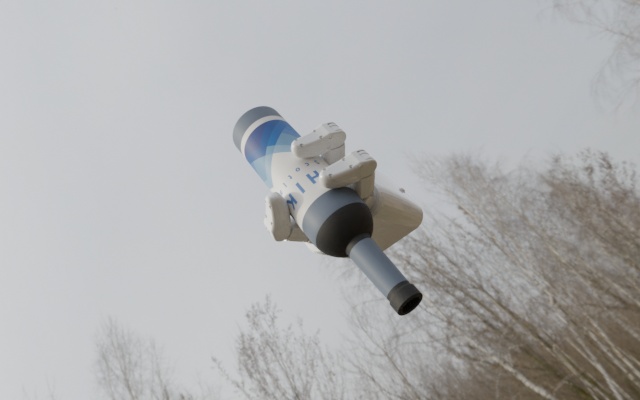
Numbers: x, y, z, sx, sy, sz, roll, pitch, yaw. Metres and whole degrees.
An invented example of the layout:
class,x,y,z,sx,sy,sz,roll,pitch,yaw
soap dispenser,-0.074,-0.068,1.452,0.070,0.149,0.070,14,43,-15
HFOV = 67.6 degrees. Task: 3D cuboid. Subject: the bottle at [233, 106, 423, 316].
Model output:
class,x,y,z,sx,sy,sz,roll,pitch,yaw
bottle,0.000,0.001,0.498,0.069,0.069,0.295,0,37,-41
